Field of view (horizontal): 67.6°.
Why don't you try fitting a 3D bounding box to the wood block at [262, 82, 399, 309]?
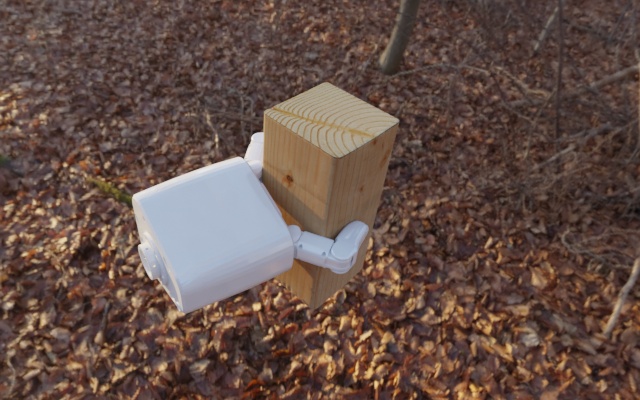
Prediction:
[{"bbox_3d":[0.000,0.002,0.490,0.090,0.206,0.090,34,48,26],"label":"wood block"}]
